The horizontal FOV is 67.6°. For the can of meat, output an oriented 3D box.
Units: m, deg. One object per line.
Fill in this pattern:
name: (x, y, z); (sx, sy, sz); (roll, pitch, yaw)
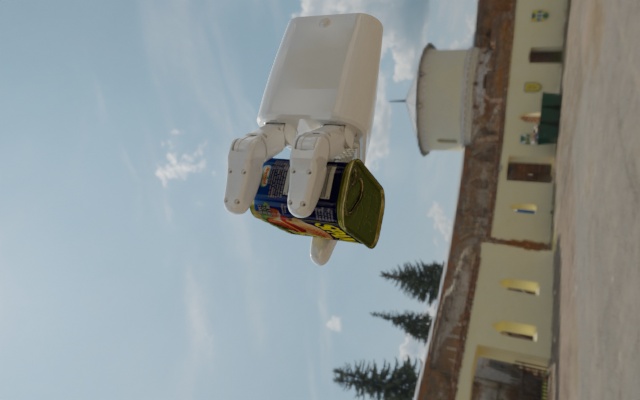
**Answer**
can of meat: (0.000, 0.001, 0.405); (0.084, 0.057, 0.102); (6, -14, 24)
